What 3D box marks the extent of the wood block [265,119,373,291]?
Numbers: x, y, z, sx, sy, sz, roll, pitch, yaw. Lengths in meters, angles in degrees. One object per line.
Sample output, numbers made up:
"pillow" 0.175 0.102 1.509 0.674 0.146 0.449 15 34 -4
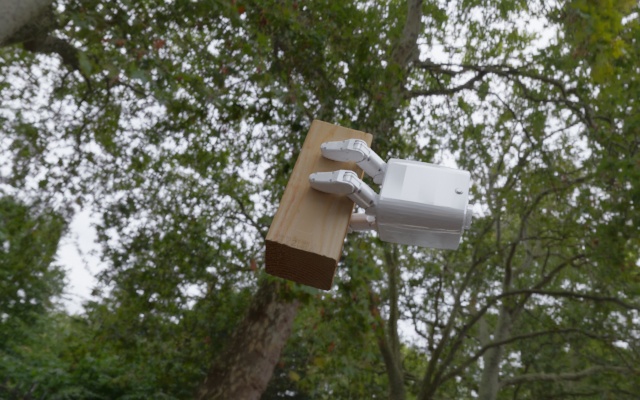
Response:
"wood block" 0.000 0.002 0.642 0.090 0.206 0.091 15 -36 5
